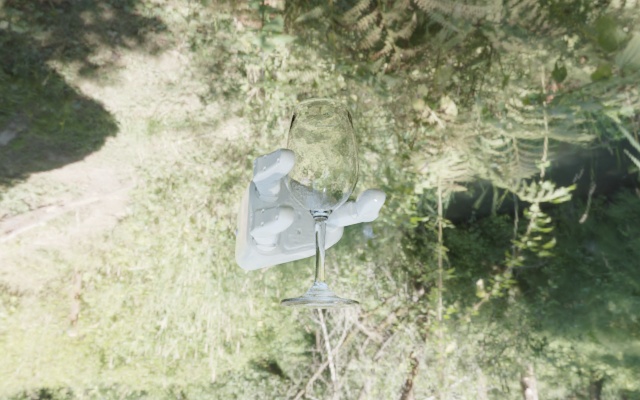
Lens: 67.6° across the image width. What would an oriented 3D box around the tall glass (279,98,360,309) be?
[{"bbox_3d":[0.000,0.002,0.472,0.079,0.201,0.079,1,-18,0],"label":"tall glass"}]
